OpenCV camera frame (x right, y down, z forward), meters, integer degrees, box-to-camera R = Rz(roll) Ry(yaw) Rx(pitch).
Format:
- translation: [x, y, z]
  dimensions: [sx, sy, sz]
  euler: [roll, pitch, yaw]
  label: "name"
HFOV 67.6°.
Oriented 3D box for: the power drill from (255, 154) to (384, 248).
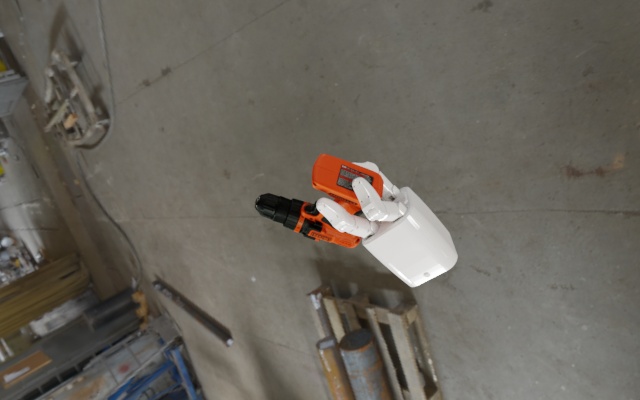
- translation: [0.000, 0.002, 0.729]
  dimensions: [0.184, 0.057, 0.188]
  euler: [18, -27, -9]
  label: "power drill"
